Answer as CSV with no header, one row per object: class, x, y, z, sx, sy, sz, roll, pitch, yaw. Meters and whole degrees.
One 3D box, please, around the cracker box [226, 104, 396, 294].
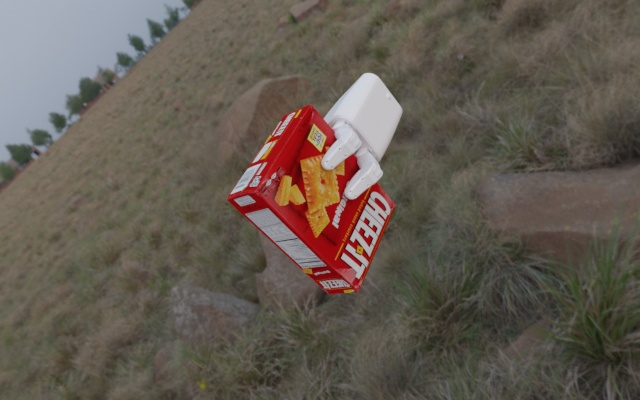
cracker box,0.000,0.002,0.664,0.072,0.164,0.214,-13,-51,47
